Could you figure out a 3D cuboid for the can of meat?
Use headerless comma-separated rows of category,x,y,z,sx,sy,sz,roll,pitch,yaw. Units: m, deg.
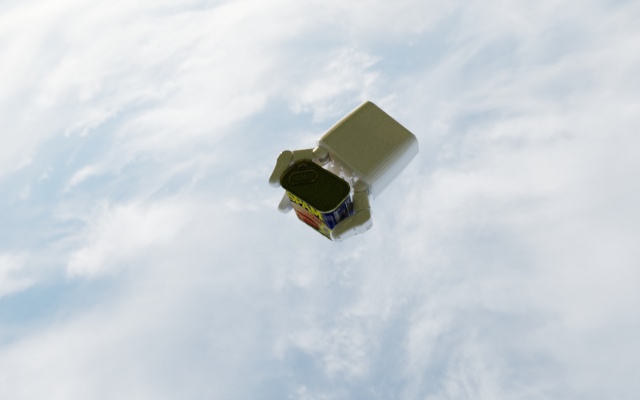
can of meat,0.000,0.002,0.666,0.102,0.057,0.084,32,-22,32
